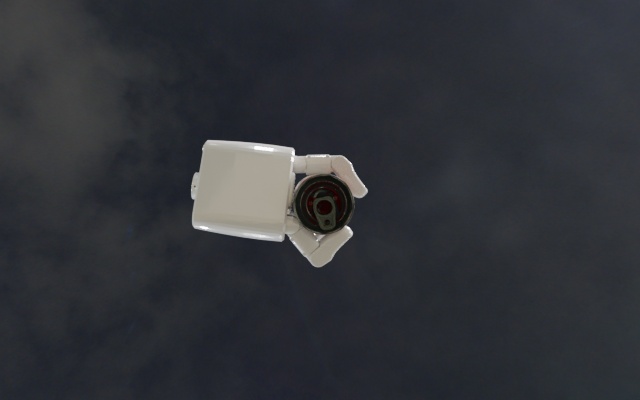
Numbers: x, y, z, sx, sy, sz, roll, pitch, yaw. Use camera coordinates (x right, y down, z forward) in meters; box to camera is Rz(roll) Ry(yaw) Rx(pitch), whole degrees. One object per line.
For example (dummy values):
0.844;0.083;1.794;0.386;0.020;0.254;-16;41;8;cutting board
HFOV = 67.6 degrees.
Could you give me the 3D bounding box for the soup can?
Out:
0.001;0.002;0.576;0.068;0.068;0.102;0;3;-4;soup can
